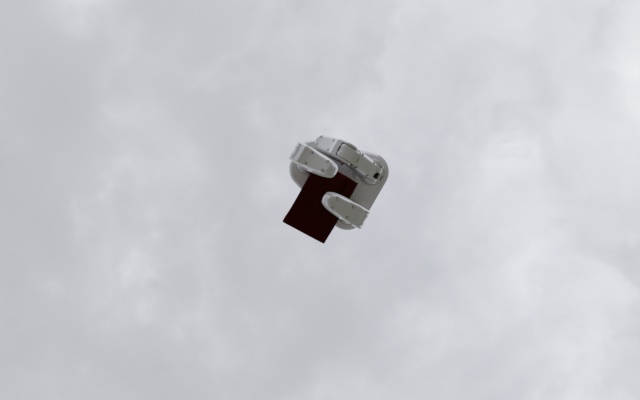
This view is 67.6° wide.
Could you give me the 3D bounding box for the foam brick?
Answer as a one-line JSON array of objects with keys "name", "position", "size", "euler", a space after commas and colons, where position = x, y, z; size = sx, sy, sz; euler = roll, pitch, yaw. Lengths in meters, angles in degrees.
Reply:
[{"name": "foam brick", "position": [0.000, 0.002, 0.534], "size": [0.053, 0.078, 0.051], "euler": [30, 0, -1]}]
